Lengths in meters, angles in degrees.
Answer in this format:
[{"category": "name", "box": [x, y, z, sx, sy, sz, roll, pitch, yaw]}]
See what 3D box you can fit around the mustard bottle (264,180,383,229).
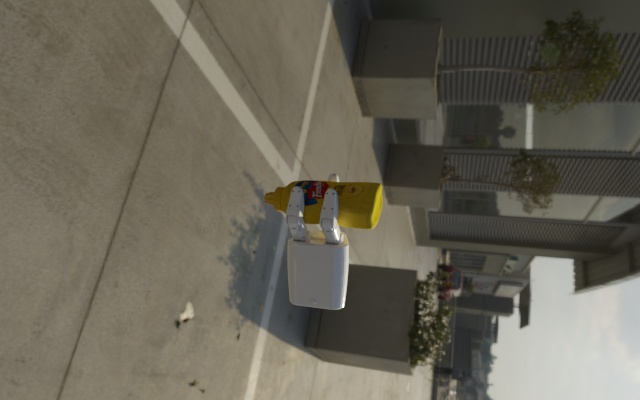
[{"category": "mustard bottle", "box": [0.000, 0.002, 0.777, 0.191, 0.058, 0.096, 3, 34, 17]}]
